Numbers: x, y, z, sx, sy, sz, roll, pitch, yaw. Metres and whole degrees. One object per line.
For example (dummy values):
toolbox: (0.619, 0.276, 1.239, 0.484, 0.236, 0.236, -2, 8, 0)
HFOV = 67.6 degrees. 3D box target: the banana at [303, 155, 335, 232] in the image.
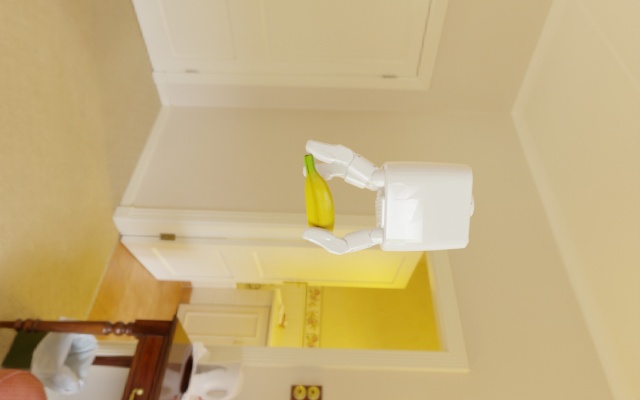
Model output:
banana: (0.000, 0.017, 0.653, 0.037, 0.069, 0.198, -2, -28, 1)
